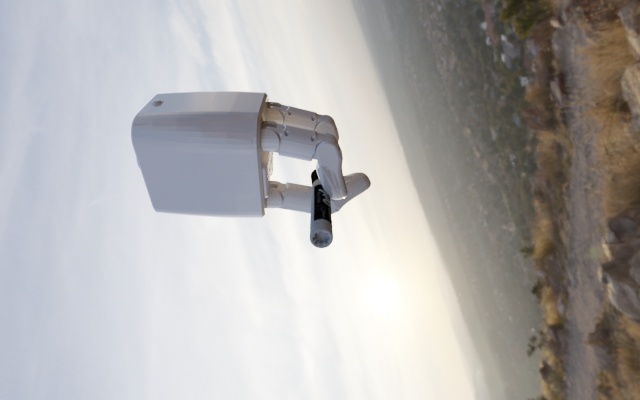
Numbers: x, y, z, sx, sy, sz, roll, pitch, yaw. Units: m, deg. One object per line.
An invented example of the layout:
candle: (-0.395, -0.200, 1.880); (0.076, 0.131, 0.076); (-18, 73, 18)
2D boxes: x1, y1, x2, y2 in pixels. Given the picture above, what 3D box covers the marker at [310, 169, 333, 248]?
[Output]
marker: (0.000, 0.001, 0.426); (0.020, 0.020, 0.121); (0, 28, -1)
